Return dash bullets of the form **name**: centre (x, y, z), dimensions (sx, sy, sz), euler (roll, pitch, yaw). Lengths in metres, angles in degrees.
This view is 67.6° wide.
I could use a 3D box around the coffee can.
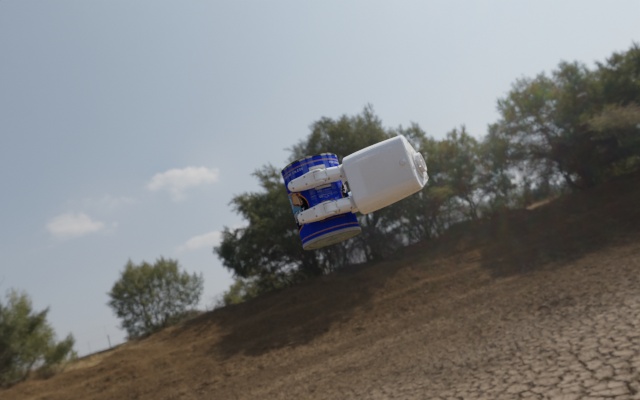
- **coffee can**: centre (0.000, 0.003, 0.821), dimensions (0.103, 0.140, 0.103), euler (-17, -12, -4)
